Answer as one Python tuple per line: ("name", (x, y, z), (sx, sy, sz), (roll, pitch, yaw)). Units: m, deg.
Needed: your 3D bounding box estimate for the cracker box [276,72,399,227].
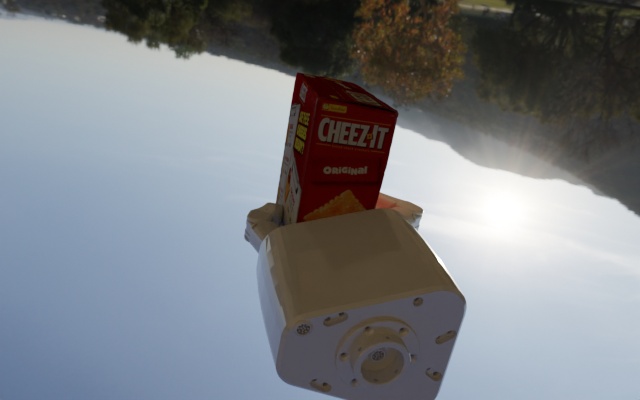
("cracker box", (0.000, 0.002, 0.447), (0.072, 0.214, 0.164), (7, 20, -11))
